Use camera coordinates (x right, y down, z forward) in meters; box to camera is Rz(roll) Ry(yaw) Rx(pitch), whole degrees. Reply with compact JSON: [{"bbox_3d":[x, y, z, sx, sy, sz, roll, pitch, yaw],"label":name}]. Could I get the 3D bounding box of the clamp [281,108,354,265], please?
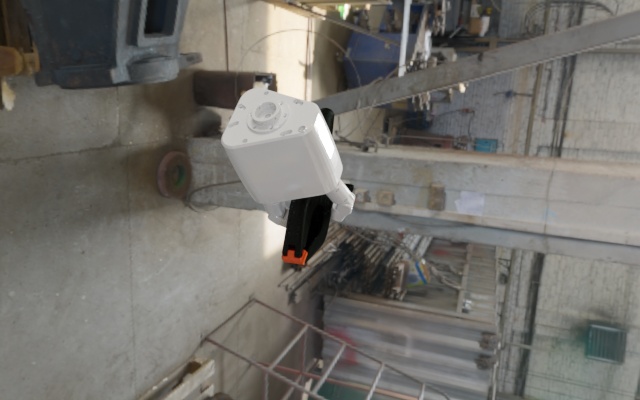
[{"bbox_3d":[0.001,0.003,0.658,0.036,0.210,0.165,4,-32,23],"label":"clamp"}]
